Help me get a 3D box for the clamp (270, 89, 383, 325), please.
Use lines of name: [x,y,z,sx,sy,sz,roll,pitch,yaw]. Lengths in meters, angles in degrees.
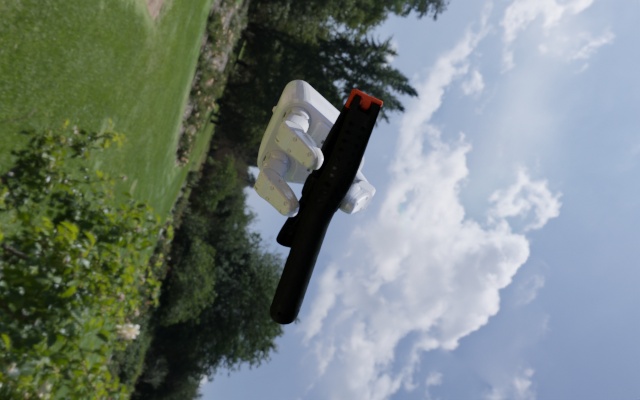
clamp: [0.001,0.001,0.448,0.036,0.210,0.164,21,25,-12]
